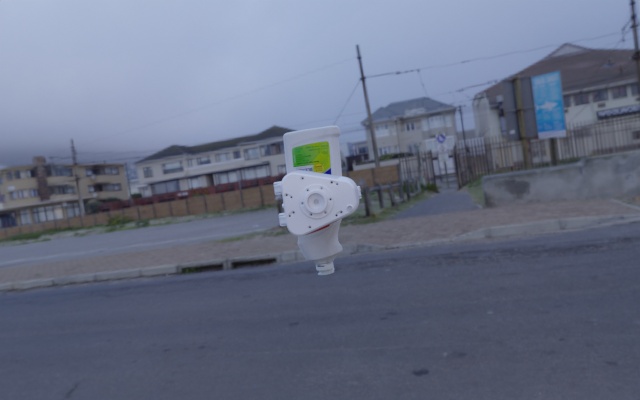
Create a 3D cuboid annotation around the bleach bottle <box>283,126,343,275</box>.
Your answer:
[{"bbox_3d":[0.000,0.003,0.833,0.102,0.251,0.068,-8,2,7],"label":"bleach bottle"}]
